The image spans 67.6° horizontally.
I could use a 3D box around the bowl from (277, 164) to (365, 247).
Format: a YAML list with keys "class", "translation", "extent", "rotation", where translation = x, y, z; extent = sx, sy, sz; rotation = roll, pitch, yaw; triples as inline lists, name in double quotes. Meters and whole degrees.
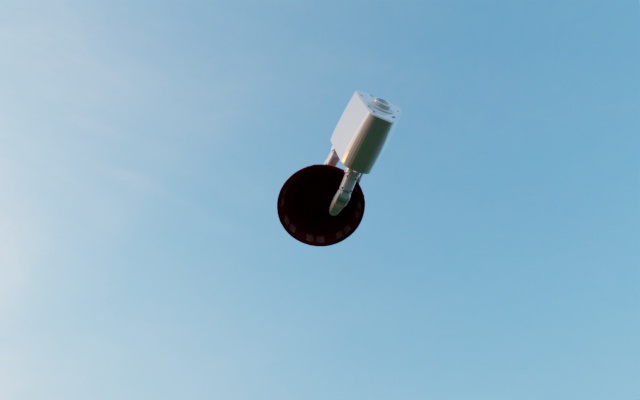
- class: "bowl"
  translation: [-0.001, 0.004, 0.896]
  extent: [0.162, 0.162, 0.055]
  rotation: [0, 20, -3]
